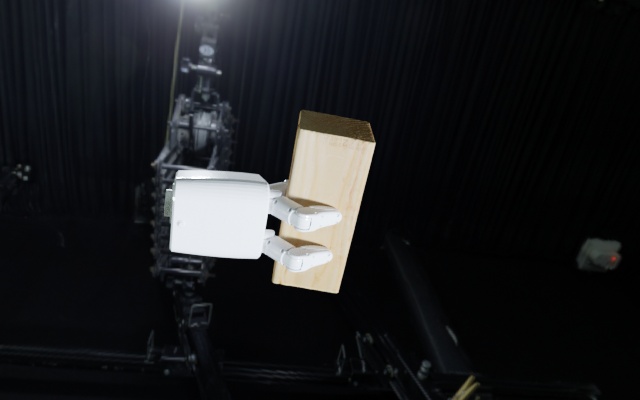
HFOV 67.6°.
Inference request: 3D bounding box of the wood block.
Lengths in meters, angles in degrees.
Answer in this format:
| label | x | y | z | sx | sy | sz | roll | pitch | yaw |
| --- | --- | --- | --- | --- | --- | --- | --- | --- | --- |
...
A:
| label | x | y | z | sx | sy | sz | roll | pitch | yaw |
| --- | --- | --- | --- | --- | --- | --- | --- | --- | --- |
| wood block | 0.000 | 0.002 | 0.608 | 0.090 | 0.206 | 0.090 | 10 | 25 | -5 |
